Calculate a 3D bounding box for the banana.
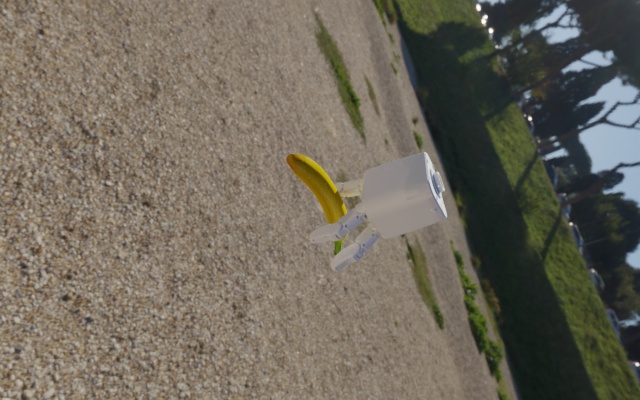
[{"bbox_3d":[0.005,-0.005,0.768,0.037,0.198,0.069,-16,29,23],"label":"banana"}]
